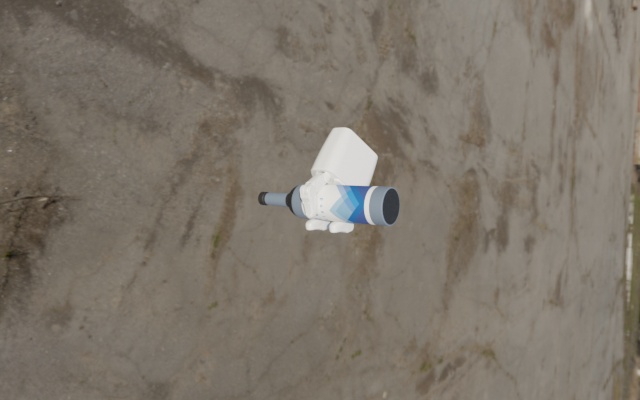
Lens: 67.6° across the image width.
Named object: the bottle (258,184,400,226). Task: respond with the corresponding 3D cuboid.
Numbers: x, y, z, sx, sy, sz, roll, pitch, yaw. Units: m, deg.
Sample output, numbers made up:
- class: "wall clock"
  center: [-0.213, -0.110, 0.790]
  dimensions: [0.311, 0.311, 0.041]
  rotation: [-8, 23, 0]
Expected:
- class: "bottle"
  center: [0.000, 0.003, 0.890]
  dimensions: [0.295, 0.069, 0.069]
  rotation: [3, 2, 36]
